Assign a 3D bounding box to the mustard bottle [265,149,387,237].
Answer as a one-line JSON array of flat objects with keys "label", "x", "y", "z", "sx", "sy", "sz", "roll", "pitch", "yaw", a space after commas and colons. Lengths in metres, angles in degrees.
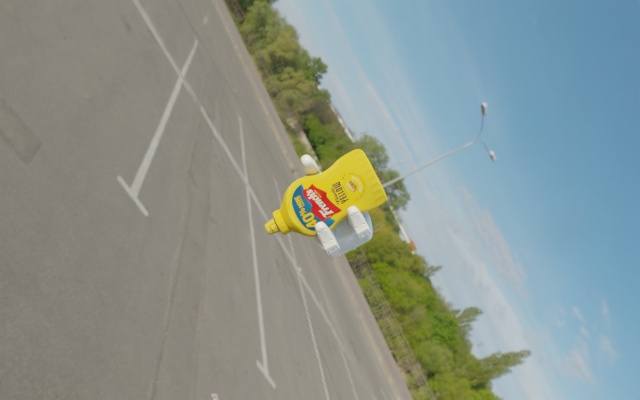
[{"label": "mustard bottle", "x": 0.000, "y": 0.002, "z": 0.753, "sx": 0.191, "sy": 0.096, "sz": 0.058, "roll": -27, "pitch": 3, "yaw": 2}]
